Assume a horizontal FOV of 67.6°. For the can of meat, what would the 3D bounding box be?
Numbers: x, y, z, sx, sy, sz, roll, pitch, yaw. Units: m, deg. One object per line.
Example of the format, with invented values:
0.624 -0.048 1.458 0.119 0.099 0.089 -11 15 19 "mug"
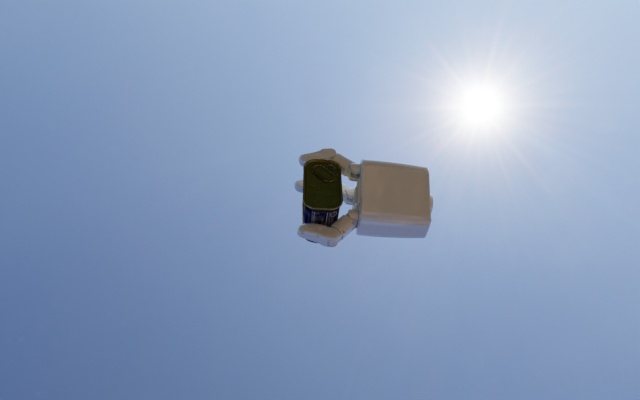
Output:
0.000 0.003 0.723 0.057 0.102 0.084 2 -43 -4 "can of meat"
